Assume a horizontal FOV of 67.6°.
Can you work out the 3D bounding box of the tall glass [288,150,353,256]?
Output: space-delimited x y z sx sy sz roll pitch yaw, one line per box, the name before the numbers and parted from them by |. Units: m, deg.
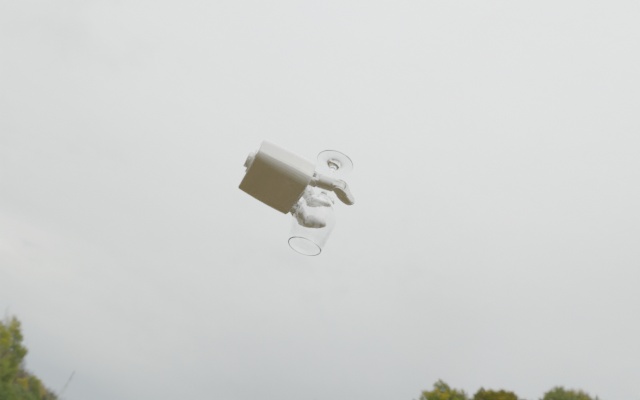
tall glass | 0.000 0.002 0.894 0.079 0.201 0.079 14 -33 9
